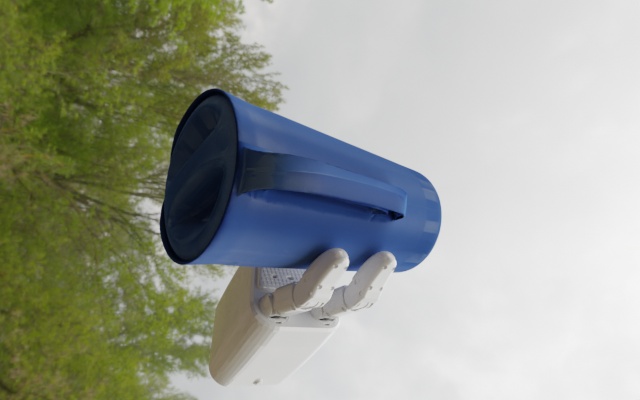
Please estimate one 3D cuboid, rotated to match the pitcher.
[{"bbox_3d":[0.000,0.001,0.416,0.243,0.145,0.149,12,35,-37],"label":"pitcher"}]
